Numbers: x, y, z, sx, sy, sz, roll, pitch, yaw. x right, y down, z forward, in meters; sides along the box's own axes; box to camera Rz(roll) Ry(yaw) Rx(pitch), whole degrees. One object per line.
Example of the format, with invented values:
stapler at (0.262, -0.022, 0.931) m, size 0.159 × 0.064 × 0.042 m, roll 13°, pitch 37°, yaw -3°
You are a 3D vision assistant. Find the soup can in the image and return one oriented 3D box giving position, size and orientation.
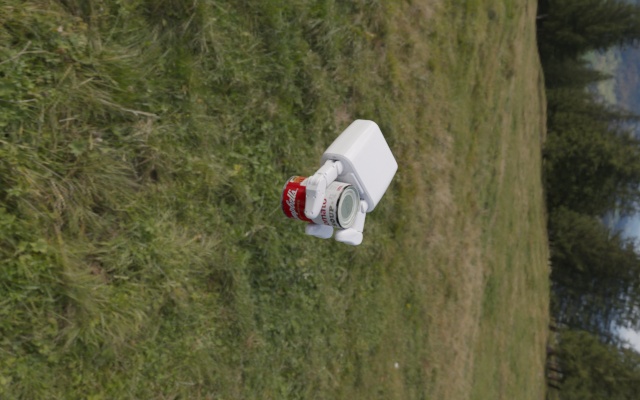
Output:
soup can at (0.000, 0.003, 0.726) m, size 0.102 × 0.068 × 0.068 m, roll 10°, pitch 5°, yaw 32°
